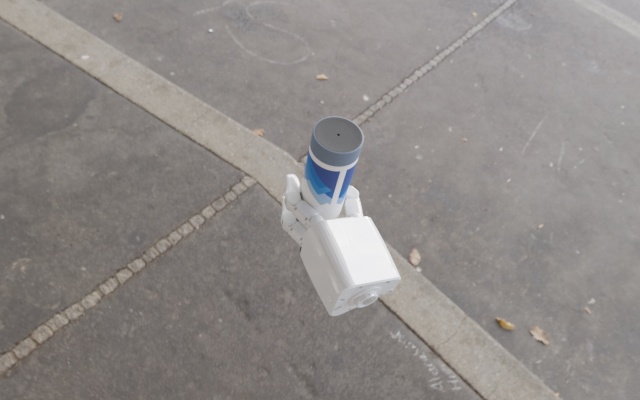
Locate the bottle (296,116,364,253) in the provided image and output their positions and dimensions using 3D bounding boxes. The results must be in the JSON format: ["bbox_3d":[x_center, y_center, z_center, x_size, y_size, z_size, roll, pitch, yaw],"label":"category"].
[{"bbox_3d":[0.000,0.002,0.723,0.069,0.069,0.296,0,-36,-11],"label":"bottle"}]
